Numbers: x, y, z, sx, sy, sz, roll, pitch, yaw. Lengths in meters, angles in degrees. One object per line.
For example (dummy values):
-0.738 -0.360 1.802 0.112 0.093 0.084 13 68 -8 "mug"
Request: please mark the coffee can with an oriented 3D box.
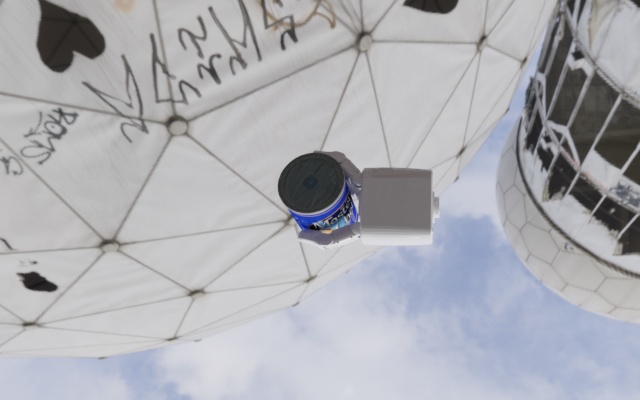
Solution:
0.000 0.003 0.767 0.103 0.102 0.140 0 -26 14 "coffee can"
